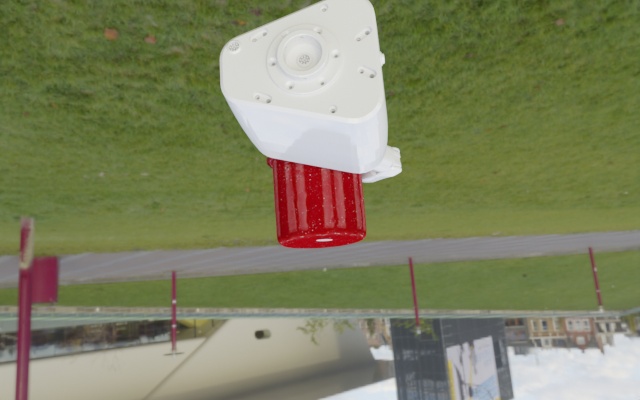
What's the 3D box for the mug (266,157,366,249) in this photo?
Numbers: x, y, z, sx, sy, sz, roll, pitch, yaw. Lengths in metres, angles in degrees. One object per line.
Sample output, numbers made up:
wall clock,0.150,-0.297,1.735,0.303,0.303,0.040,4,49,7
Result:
mug,0.000,0.002,0.454,0.093,0.081,0.117,-6,-13,6
